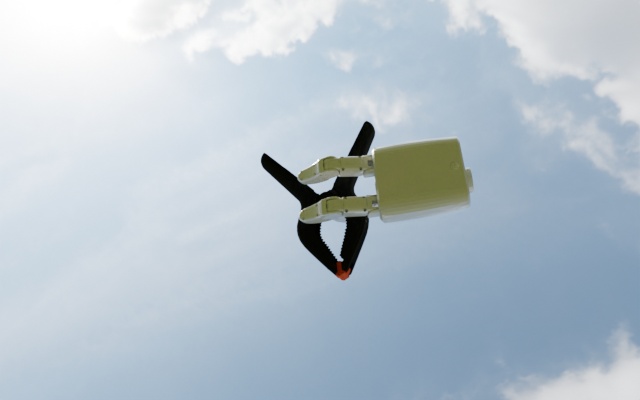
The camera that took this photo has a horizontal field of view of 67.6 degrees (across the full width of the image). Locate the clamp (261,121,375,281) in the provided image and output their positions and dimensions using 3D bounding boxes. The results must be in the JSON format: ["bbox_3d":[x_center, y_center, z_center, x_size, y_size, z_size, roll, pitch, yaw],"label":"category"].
[{"bbox_3d":[0.001,0.003,0.628,0.164,0.210,0.036,-10,-24,14],"label":"clamp"}]
